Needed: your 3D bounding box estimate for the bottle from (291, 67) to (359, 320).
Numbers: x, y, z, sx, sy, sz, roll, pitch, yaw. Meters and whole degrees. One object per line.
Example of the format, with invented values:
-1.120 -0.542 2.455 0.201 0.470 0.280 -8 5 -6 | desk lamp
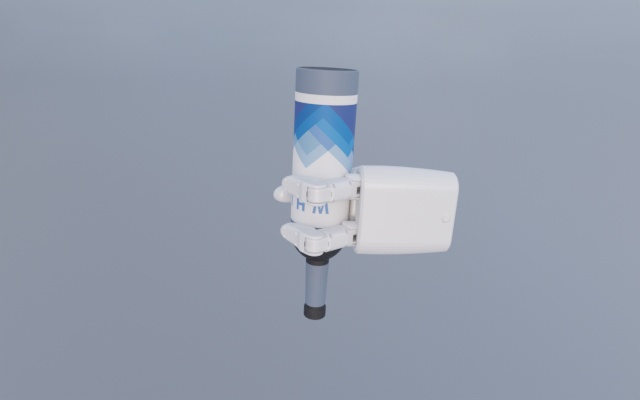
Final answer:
0.000 0.002 0.546 0.069 0.296 0.069 3 18 -1 | bottle
